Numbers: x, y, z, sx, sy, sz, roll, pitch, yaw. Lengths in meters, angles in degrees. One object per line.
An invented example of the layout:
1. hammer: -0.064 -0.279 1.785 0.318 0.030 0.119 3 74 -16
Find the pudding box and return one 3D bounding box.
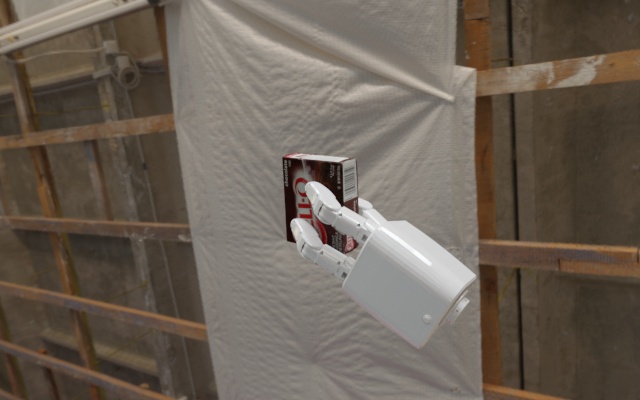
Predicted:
1. pudding box: 0.000 0.002 0.578 0.090 0.113 0.039 9 16 35
